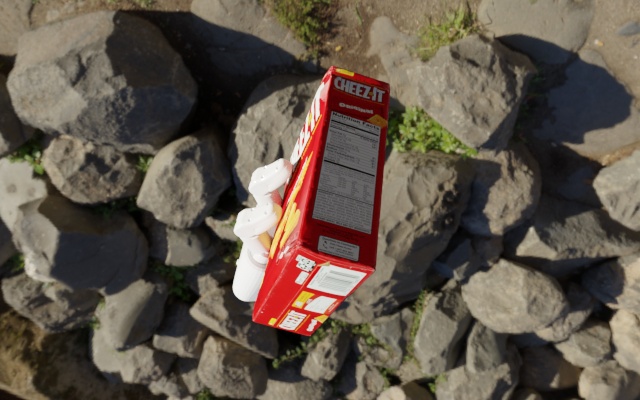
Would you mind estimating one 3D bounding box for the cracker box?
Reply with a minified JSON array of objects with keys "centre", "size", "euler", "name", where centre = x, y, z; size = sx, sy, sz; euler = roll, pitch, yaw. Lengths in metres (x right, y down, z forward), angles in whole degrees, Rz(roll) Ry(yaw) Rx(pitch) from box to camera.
[{"centre":[0.000,0.002,0.471],"size":[0.072,0.213,0.164],"euler":[17,-36,-10],"name":"cracker box"}]
